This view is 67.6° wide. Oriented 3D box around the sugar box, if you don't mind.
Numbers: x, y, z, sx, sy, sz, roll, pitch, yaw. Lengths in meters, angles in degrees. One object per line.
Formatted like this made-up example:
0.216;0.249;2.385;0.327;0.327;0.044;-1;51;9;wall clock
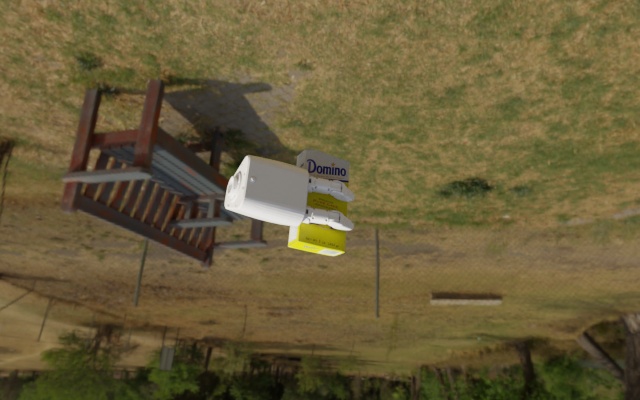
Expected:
0.000;0.003;0.836;0.093;0.176;0.048;15;-23;-25;sugar box
